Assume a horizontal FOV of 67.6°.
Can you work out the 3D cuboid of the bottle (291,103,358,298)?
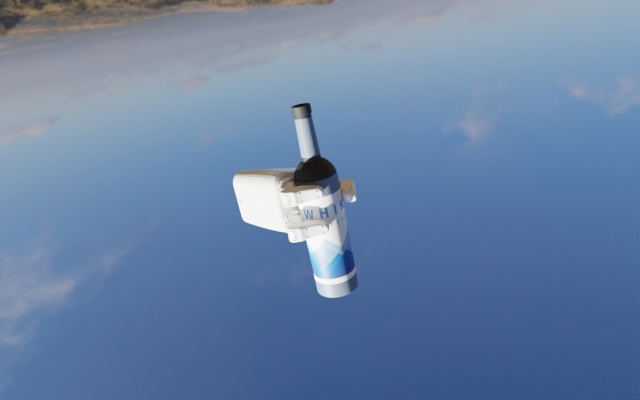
[{"bbox_3d":[0.000,0.003,0.716,0.069,0.296,0.069,-10,20,4],"label":"bottle"}]
